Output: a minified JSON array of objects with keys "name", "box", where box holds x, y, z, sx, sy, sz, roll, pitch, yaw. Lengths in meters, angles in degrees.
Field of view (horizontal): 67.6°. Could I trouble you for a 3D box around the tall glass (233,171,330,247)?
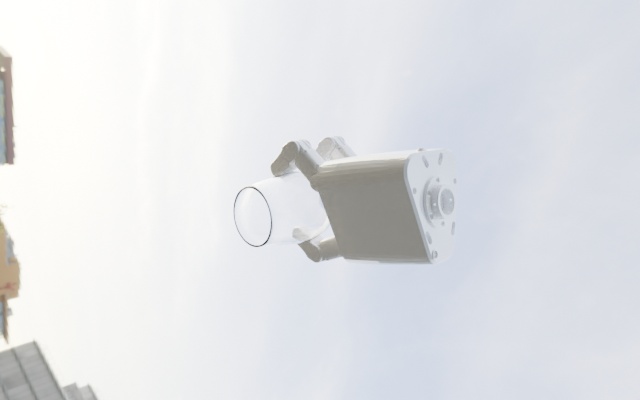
[{"name":"tall glass","box":[0.000,0.002,0.545,0.079,0.079,0.201,0,8,45]}]
